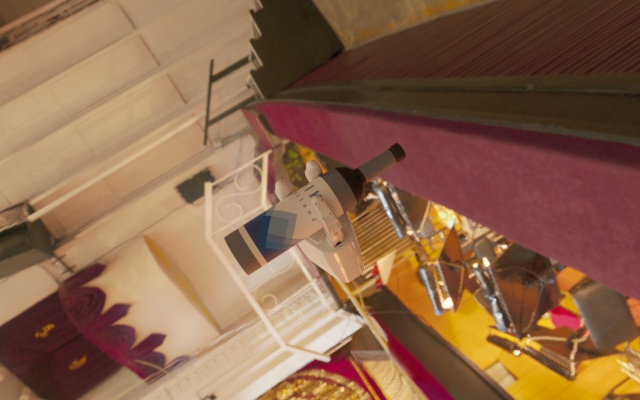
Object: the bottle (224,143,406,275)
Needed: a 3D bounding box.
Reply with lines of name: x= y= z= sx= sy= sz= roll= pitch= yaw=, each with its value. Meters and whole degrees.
bottle: x=0.000 y=0.002 z=0.712 sx=0.295 sy=0.069 sz=0.069 roll=-33 pitch=5 yaw=-7
